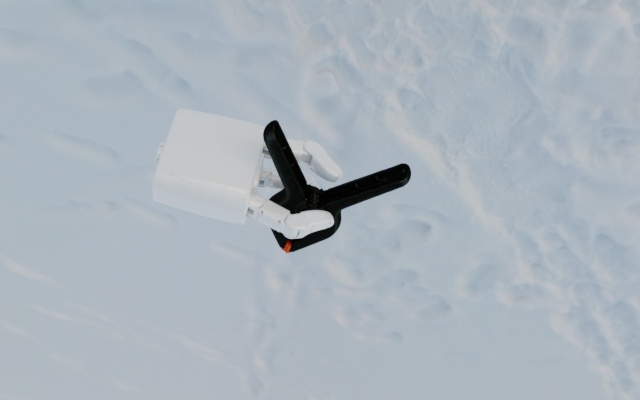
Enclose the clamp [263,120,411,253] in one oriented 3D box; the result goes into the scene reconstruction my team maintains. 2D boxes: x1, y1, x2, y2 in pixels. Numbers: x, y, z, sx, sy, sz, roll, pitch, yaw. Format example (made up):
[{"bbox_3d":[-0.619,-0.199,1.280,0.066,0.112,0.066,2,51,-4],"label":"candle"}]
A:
[{"bbox_3d":[0.000,0.003,0.566,0.164,0.036,0.210,13,-39,-7],"label":"clamp"}]
